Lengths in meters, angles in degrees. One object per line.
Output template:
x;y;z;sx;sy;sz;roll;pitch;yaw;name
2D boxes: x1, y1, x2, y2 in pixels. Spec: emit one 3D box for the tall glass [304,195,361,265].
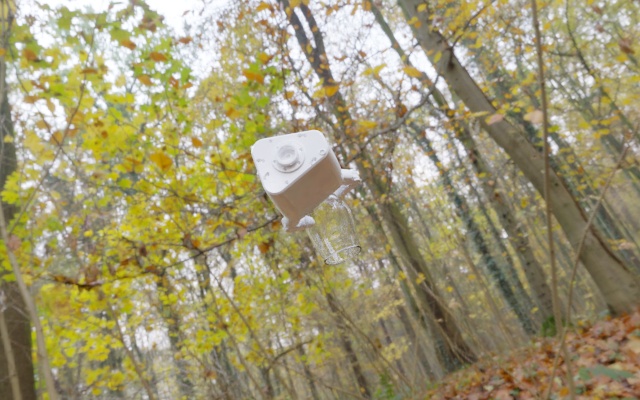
0.000;0.002;0.780;0.079;0.201;0.079;-19;-24;-9;tall glass
